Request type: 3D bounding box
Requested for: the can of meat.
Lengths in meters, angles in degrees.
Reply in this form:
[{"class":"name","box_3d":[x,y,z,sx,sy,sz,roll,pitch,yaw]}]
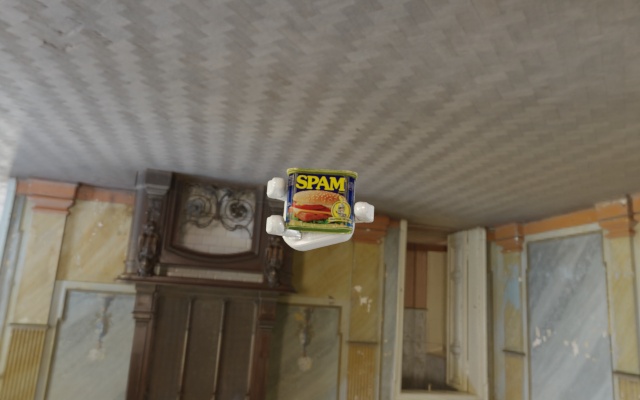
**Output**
[{"class":"can of meat","box_3d":[0.000,0.003,0.686,0.102,0.084,0.057,3,-11,1]}]
